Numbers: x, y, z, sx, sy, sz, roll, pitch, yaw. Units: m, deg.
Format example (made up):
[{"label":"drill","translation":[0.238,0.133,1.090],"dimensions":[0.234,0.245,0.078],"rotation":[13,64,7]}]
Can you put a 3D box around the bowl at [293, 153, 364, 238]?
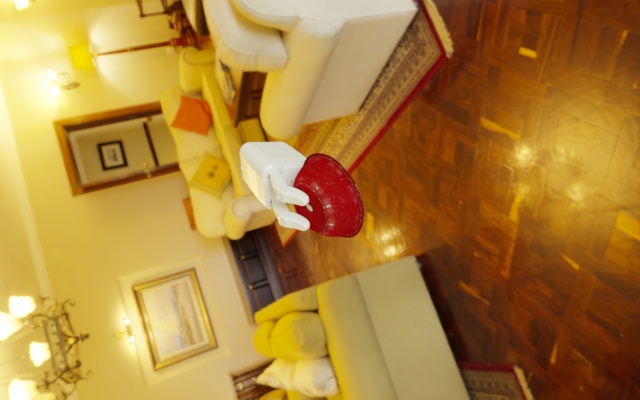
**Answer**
[{"label":"bowl","translation":[0.001,0.003,0.819],"dimensions":[0.055,0.162,0.162],"rotation":[-28,16,-32]}]
